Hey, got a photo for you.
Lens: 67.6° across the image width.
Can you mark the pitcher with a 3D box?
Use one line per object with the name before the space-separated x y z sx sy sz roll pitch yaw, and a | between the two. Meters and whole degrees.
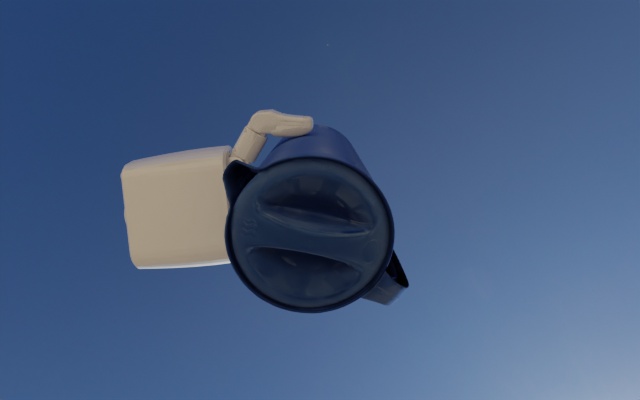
pitcher | 0.000 0.002 0.481 0.145 0.149 0.242 -7 18 3
